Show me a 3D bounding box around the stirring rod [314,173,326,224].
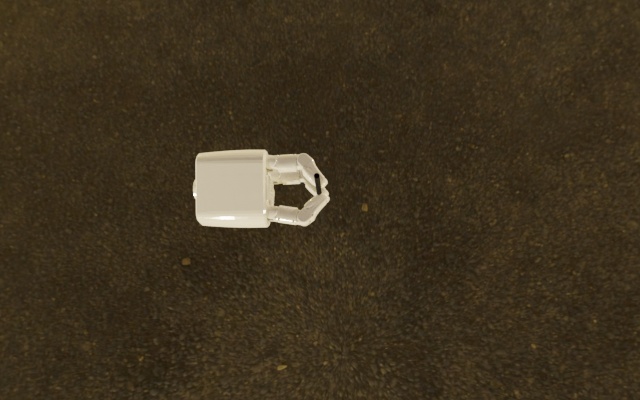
[{"bbox_3d":[0.000,0.003,0.770,0.011,0.011,0.240,0,-18,3],"label":"stirring rod"}]
